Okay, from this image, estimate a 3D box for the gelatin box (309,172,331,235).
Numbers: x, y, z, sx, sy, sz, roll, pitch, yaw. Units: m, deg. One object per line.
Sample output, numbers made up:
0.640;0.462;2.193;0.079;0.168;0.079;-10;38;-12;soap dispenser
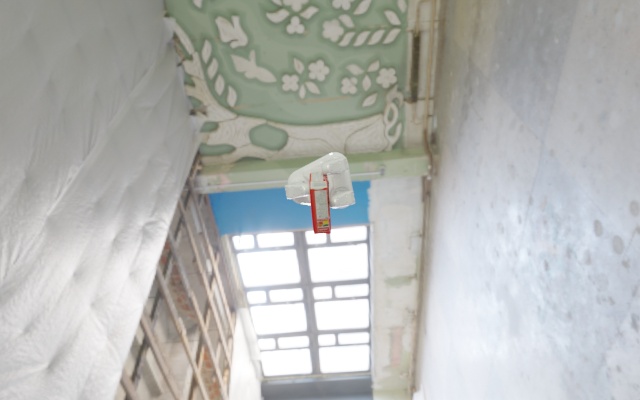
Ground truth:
0.000;0.003;0.737;0.030;0.073;0.089;-4;19;0;gelatin box
